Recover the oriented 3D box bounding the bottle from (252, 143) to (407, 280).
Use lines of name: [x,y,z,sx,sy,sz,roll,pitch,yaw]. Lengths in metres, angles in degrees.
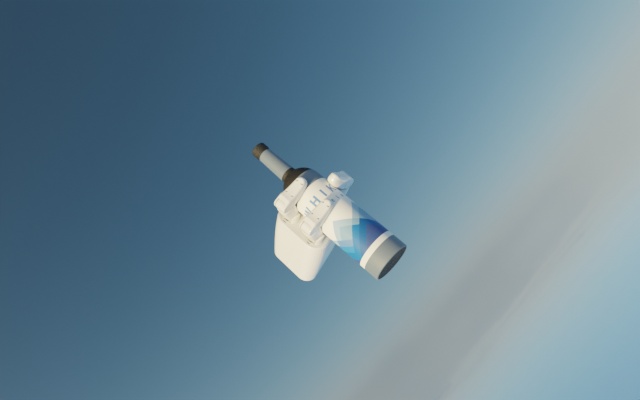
bottle: [0.000,0.003,0.750,0.295,0.069,0.069,40,17,21]
